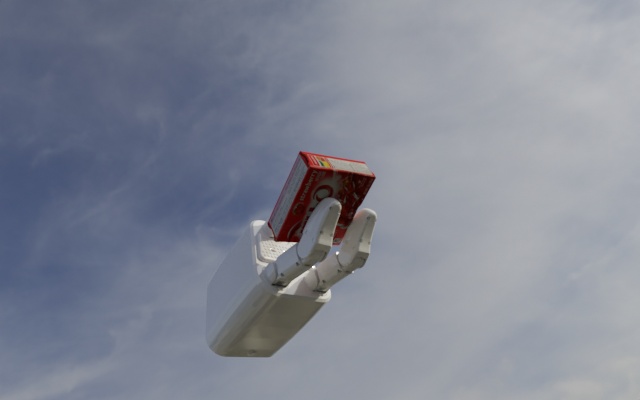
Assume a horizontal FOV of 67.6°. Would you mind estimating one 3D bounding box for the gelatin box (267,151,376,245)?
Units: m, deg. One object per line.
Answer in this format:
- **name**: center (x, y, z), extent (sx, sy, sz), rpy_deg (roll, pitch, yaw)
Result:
- **gelatin box**: center (0.000, 0.001, 0.451), extent (0.073, 0.089, 0.030), rpy_deg (7, 34, -32)
